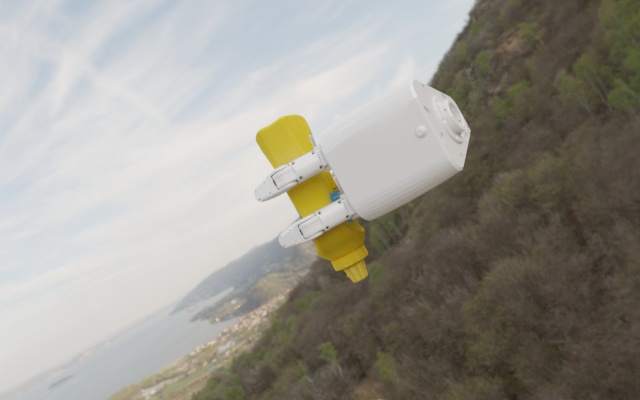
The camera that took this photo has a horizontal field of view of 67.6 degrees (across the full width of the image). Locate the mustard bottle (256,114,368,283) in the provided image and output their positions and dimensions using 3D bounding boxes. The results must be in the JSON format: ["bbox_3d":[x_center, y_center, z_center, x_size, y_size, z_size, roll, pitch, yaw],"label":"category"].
[{"bbox_3d":[0.000,0.002,0.526,0.058,0.191,0.096,-29,-1,8],"label":"mustard bottle"}]
